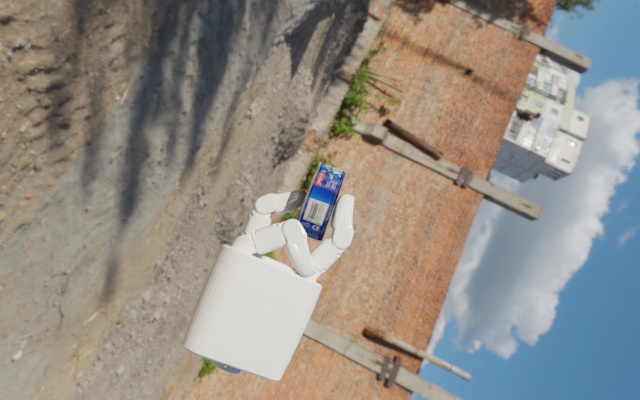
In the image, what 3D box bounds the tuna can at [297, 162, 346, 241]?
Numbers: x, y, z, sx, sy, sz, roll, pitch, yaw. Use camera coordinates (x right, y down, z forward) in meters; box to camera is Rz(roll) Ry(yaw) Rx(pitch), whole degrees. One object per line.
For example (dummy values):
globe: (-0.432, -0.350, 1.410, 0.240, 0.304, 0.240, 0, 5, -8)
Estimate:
tuna can: (0.001, 0.002, 0.543, 0.034, 0.086, 0.086, 20, 0, 1)
